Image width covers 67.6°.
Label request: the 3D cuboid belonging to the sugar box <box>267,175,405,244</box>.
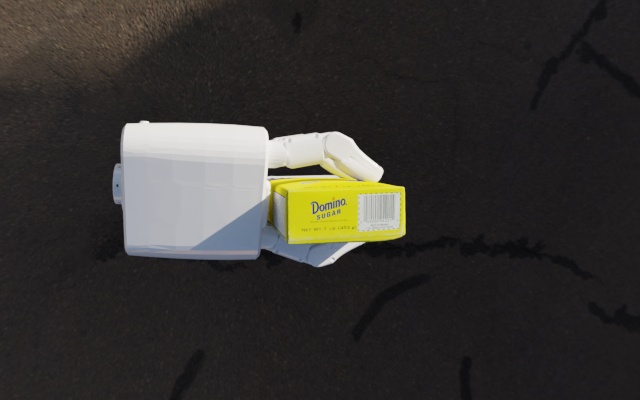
[{"bbox_3d":[0.000,0.001,0.433,0.093,0.048,0.176,-1,8,-14],"label":"sugar box"}]
